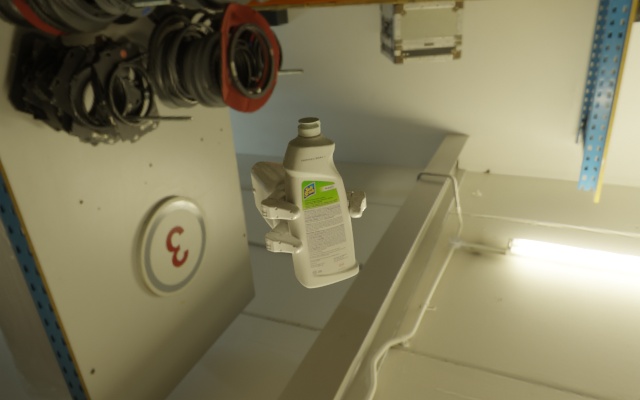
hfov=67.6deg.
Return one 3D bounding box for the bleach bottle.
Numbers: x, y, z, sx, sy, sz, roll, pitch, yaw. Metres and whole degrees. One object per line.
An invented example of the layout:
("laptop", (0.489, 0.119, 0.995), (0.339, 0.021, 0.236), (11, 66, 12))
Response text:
("bleach bottle", (0.000, 0.002, 0.701), (0.102, 0.251, 0.068), (-15, 27, -21))
